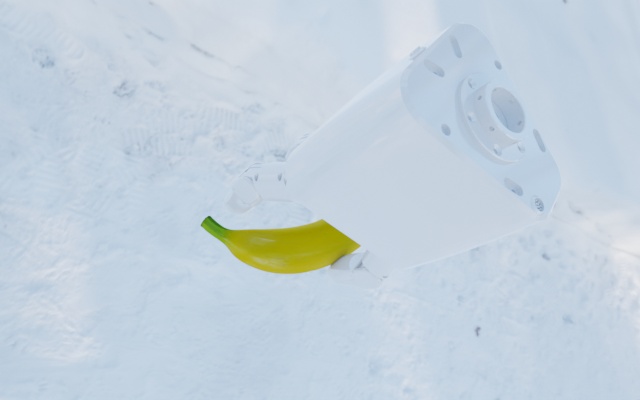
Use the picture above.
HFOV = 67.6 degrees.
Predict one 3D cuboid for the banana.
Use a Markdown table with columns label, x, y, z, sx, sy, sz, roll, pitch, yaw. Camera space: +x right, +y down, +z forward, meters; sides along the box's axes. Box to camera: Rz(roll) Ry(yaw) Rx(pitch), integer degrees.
| label | x | y | z | sx | sy | sz | roll | pitch | yaw |
| --- | --- | --- | --- | --- | --- | --- | --- | --- | --- |
| banana | 0.005 | 0.019 | 0.404 | 0.198 | 0.069 | 0.037 | -15 | -13 | -35 |
